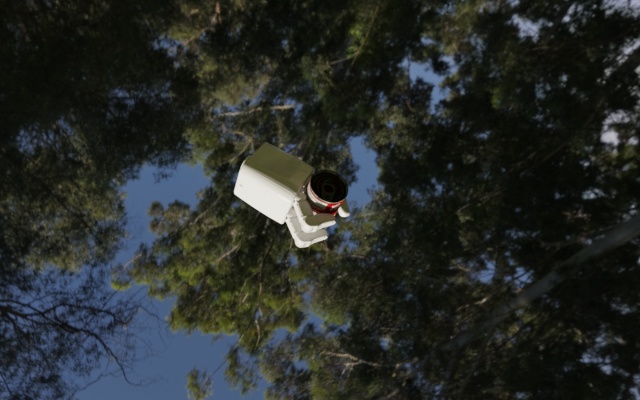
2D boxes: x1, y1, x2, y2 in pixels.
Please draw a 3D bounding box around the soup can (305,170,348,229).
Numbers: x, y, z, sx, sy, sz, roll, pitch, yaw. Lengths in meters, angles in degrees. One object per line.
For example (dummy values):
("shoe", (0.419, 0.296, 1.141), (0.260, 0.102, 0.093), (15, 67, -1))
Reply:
("soup can", (0.001, 0.003, 0.838), (0.068, 0.068, 0.102), (0, -33, -20))
